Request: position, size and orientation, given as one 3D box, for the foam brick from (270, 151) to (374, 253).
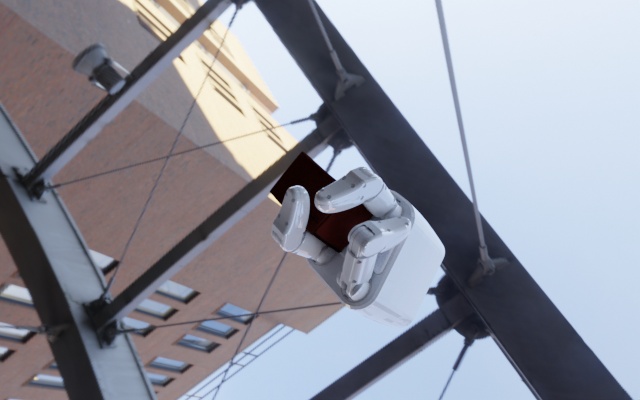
[{"bbox_3d":[0.000,0.001,0.453,0.078,0.053,0.051,43,4,40],"label":"foam brick"}]
